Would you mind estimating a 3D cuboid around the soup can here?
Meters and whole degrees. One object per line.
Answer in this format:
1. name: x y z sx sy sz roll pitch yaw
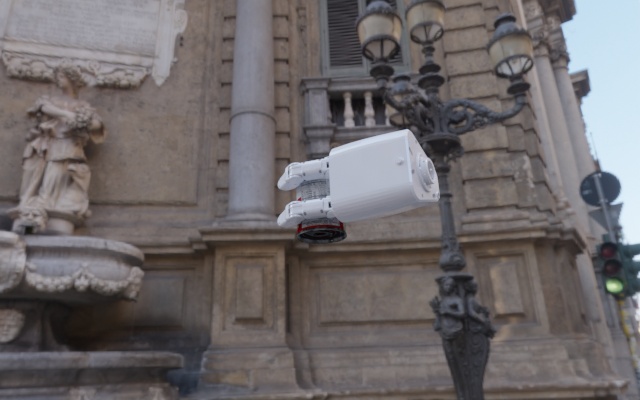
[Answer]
1. soup can: 0.000 0.002 0.661 0.068 0.102 0.068 -2 -20 -1
